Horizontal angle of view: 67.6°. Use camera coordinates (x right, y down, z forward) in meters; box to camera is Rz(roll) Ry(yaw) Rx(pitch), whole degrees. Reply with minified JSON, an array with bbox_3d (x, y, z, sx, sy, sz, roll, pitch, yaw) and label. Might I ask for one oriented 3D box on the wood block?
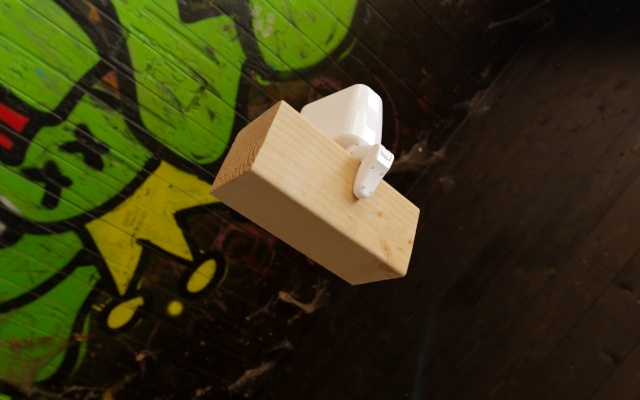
[{"bbox_3d":[0.000,0.001,0.517,0.206,0.090,0.091,35,-34,-25],"label":"wood block"}]
